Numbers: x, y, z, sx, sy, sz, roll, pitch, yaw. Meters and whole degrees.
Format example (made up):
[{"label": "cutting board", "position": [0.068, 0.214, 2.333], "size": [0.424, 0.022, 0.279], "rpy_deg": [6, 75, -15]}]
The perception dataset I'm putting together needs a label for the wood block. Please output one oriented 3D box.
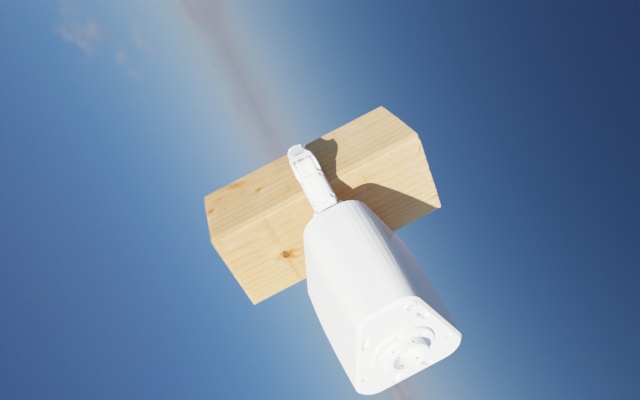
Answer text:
[{"label": "wood block", "position": [0.000, 0.002, 0.477], "size": [0.206, 0.091, 0.090], "rpy_deg": [-27, 32, -2]}]
